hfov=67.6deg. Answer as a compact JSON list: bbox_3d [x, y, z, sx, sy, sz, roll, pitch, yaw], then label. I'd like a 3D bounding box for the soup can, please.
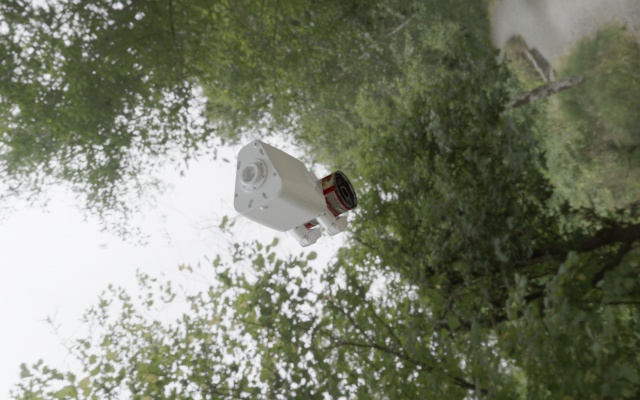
[{"bbox_3d":[0.000,0.003,0.785,0.102,0.068,0.068,-26,-11,24],"label":"soup can"}]
